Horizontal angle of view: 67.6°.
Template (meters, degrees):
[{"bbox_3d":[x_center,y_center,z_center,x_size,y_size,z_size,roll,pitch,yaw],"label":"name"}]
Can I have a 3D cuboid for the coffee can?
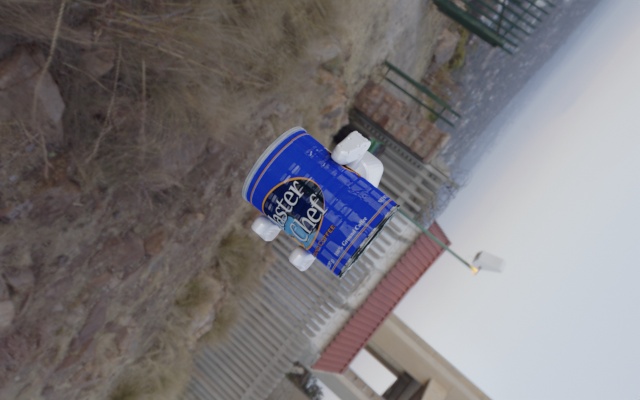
[{"bbox_3d":[0.000,0.002,0.521,0.140,0.103,0.103,39,8,10],"label":"coffee can"}]
